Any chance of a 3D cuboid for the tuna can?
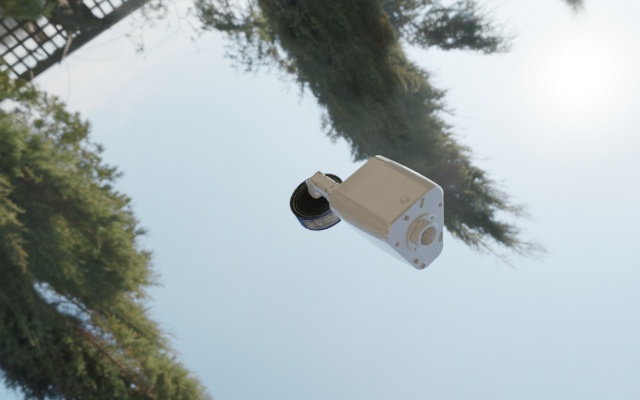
[{"bbox_3d":[0.000,0.003,0.697,0.086,0.086,0.034,0,-40,30],"label":"tuna can"}]
